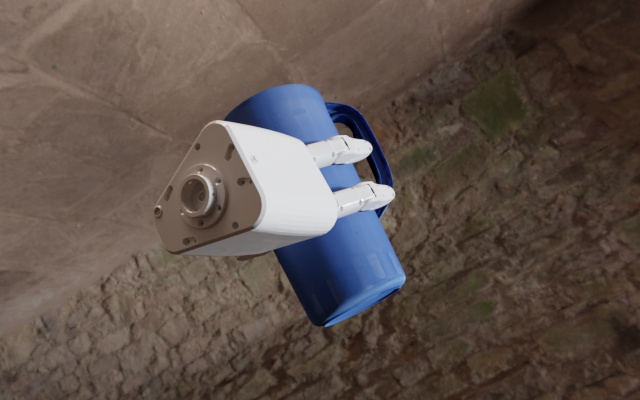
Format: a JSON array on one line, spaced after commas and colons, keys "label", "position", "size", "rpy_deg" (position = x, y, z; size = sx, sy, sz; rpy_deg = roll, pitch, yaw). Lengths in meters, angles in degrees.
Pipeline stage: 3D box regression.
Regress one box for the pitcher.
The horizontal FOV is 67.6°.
[{"label": "pitcher", "position": [0.000, 0.002, 0.523], "size": [0.149, 0.242, 0.145], "rpy_deg": [-35, -19, 23]}]
